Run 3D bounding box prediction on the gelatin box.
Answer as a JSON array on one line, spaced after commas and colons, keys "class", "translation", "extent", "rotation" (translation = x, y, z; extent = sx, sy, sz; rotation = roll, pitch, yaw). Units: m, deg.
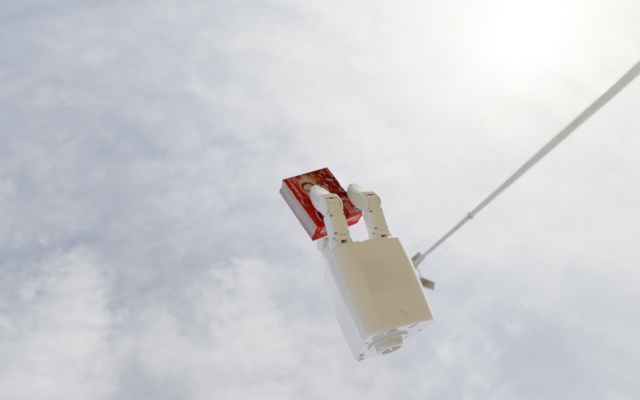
[{"class": "gelatin box", "translation": [0.000, 0.002, 0.623], "extent": [0.073, 0.089, 0.030], "rotation": [-18, -32, -33]}]
